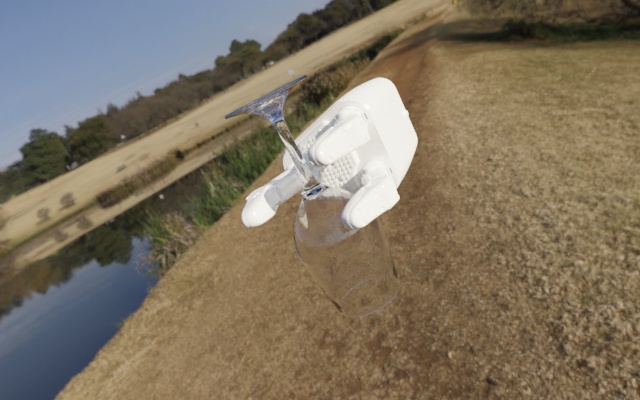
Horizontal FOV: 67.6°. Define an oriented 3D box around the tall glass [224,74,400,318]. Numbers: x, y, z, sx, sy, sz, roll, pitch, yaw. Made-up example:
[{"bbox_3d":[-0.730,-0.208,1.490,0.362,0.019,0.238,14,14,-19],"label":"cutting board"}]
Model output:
[{"bbox_3d":[0.000,0.001,0.408,0.079,0.201,0.079,-25,15,7],"label":"tall glass"}]
